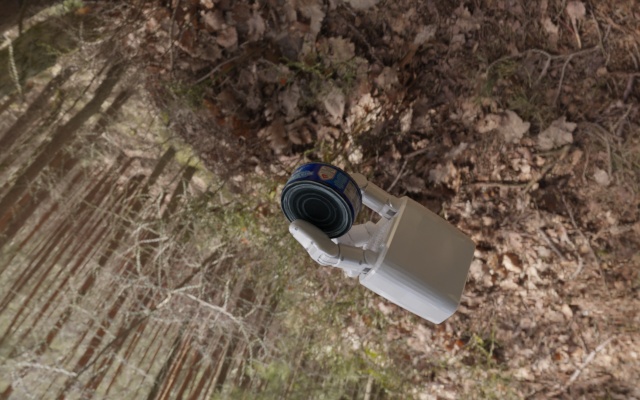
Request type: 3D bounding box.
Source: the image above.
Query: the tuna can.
[{"bbox_3d":[0.000,0.002,0.520,0.086,0.086,0.033,0,39,27],"label":"tuna can"}]
